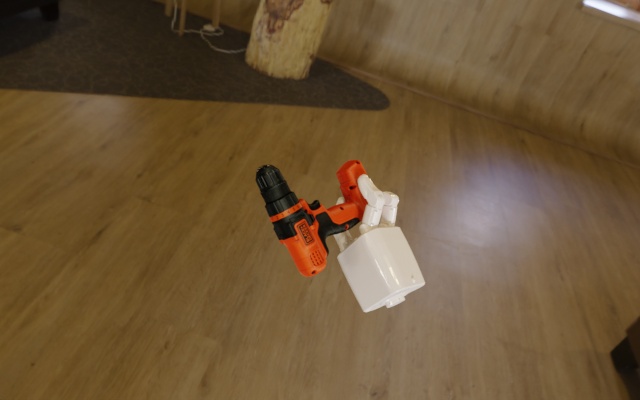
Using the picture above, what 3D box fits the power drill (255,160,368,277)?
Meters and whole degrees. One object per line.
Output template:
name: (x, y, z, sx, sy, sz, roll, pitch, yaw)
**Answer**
power drill: (0.001, 0.003, 0.767, 0.187, 0.184, 0.057, -30, 9, -34)
